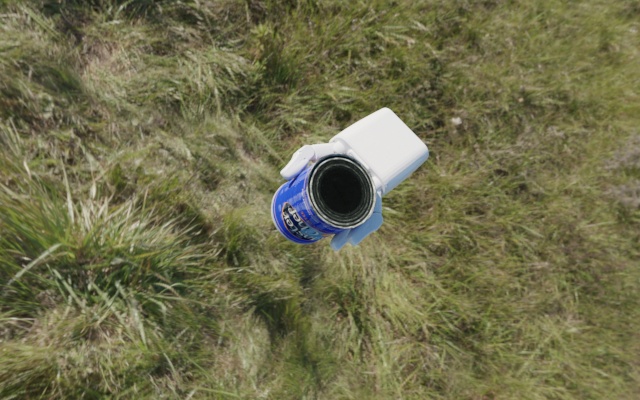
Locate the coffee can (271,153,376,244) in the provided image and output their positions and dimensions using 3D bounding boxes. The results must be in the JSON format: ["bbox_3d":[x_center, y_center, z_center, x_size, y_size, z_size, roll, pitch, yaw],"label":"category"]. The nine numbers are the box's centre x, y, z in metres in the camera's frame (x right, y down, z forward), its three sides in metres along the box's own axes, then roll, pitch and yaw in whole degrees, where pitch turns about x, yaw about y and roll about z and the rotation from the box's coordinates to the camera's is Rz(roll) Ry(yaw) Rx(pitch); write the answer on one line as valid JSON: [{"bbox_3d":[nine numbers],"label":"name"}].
[{"bbox_3d":[0.000,0.002,0.682,0.103,0.102,0.140,0,-13,-25],"label":"coffee can"}]
